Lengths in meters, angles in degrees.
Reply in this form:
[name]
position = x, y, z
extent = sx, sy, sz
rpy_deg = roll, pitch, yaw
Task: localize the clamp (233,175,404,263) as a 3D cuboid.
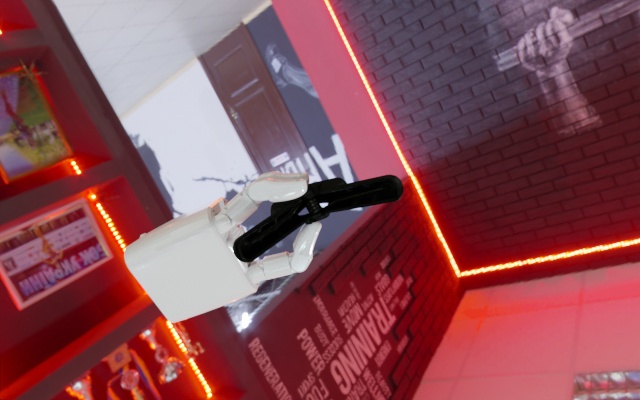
[clamp]
position = 0.000, 0.002, 0.517
extent = 0.164, 0.036, 0.210
rpy_deg = -21, 9, 5
